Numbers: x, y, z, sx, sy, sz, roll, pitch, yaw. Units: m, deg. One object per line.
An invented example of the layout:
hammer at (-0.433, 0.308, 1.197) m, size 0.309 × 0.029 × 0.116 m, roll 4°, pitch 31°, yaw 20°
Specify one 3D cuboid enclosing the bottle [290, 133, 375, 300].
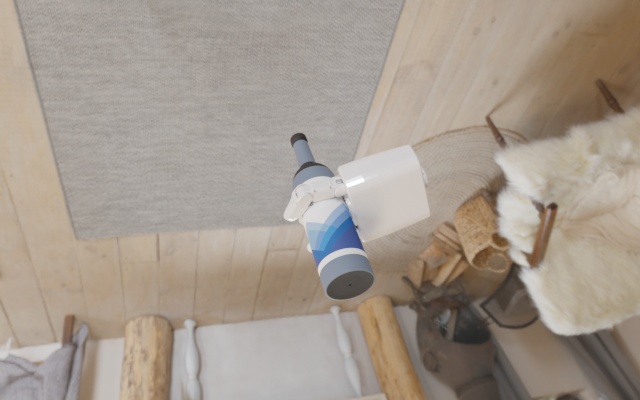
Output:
bottle at (0.000, 0.002, 0.693) m, size 0.069 × 0.295 × 0.069 m, roll -11°, pitch -42°, yaw -10°
